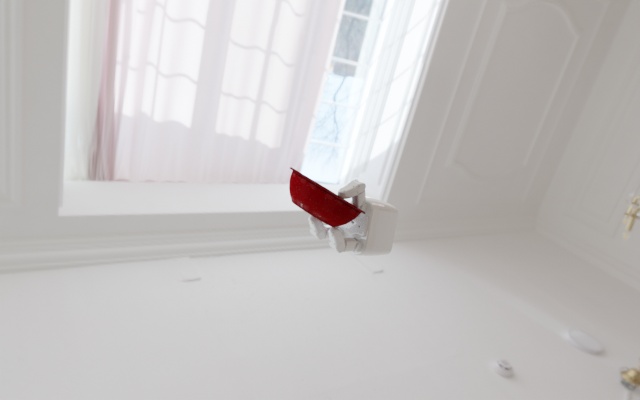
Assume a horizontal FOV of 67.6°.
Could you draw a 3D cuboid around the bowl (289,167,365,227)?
[{"bbox_3d":[-0.001,0.003,0.876,0.162,0.055,0.162,32,1,-1],"label":"bowl"}]
